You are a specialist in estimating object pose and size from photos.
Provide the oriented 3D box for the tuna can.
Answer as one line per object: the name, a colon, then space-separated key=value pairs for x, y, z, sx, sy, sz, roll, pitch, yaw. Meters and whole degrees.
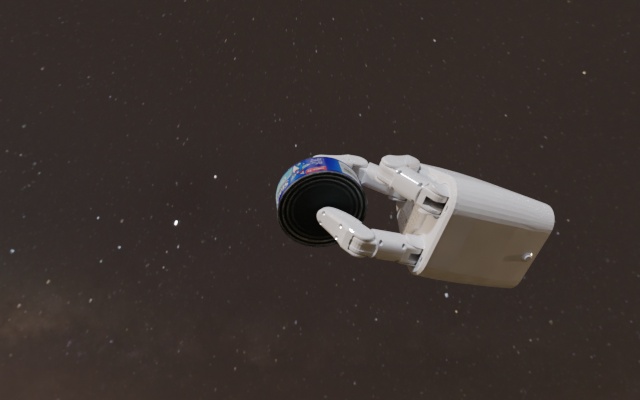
tuna can: x=0.000 y=0.001 z=0.459 sx=0.086 sy=0.086 sz=0.033 roll=0 pitch=33 yaw=-10
